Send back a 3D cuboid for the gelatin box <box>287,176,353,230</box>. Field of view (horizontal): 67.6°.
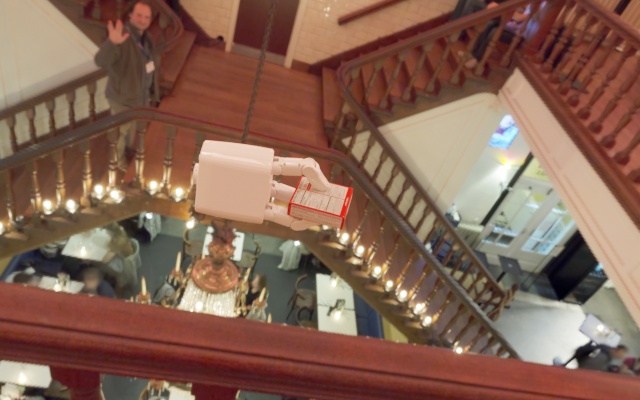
[{"bbox_3d":[0.001,0.002,0.747,0.089,0.030,0.073,14,40,6],"label":"gelatin box"}]
